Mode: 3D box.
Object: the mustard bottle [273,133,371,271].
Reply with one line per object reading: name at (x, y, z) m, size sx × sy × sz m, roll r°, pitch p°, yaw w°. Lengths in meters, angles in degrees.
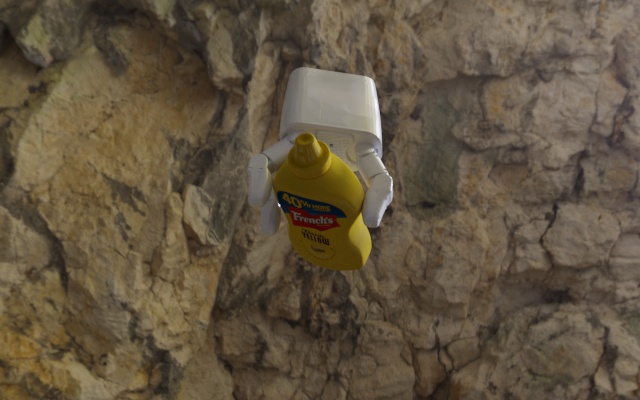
mustard bottle at (0.000, 0.002, 0.506) m, size 0.096 × 0.058 × 0.192 m, roll 17°, pitch -33°, yaw 22°
